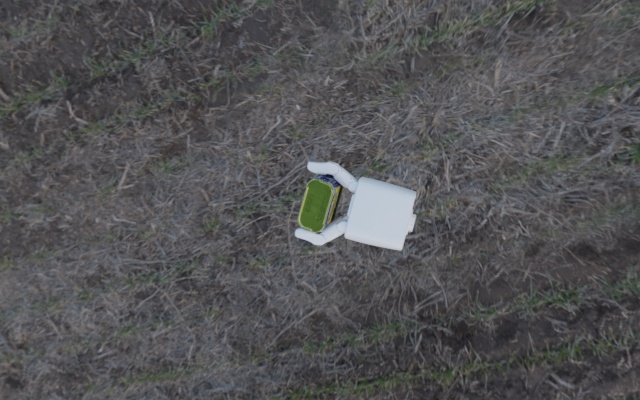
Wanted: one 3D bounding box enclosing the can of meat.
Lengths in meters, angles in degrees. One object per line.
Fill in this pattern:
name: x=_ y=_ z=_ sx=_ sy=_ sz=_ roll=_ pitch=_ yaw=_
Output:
can of meat: x=0.000 y=0.003 z=0.883 sx=0.057 sy=0.102 sz=0.084 roll=18 pitch=14 yaw=9
